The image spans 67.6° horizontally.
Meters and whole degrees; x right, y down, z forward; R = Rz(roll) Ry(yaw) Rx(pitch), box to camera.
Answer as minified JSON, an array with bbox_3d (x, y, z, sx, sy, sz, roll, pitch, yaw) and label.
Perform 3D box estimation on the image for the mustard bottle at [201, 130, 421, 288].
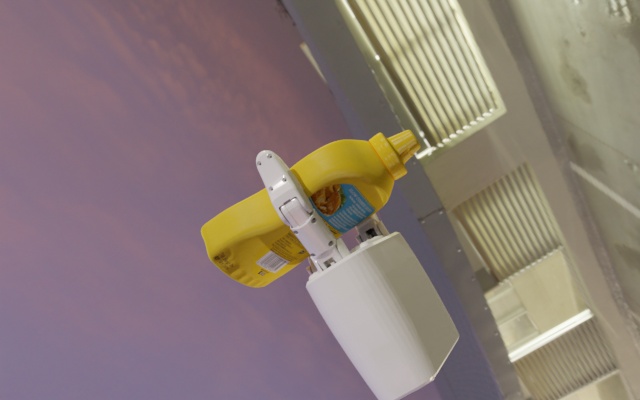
[{"bbox_3d":[0.000,0.001,0.410,0.191,0.058,0.096,-33,-35,10],"label":"mustard bottle"}]
